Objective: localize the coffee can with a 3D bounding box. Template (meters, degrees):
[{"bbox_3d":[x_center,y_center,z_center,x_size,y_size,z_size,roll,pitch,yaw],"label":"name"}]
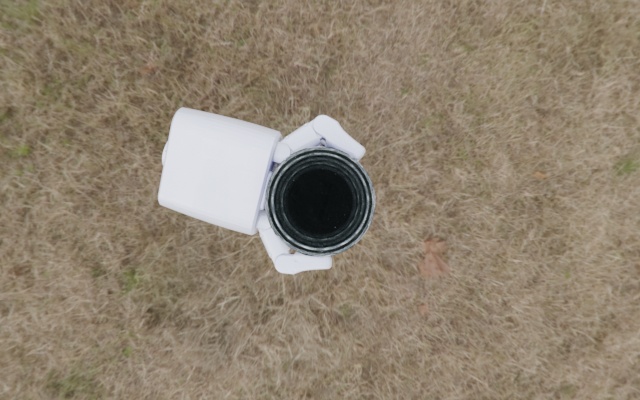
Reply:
[{"bbox_3d":[0.000,0.002,0.508,0.103,0.103,0.140,0,-1,0],"label":"coffee can"}]
